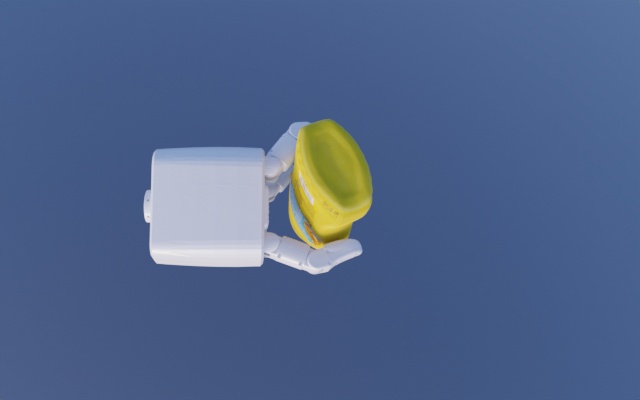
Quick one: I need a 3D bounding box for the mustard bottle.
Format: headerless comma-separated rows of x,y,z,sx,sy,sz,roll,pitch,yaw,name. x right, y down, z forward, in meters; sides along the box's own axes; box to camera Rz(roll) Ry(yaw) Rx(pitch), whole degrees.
0.000,0.002,0.509,0.058,0.096,0.192,-22,-17,-17,mustard bottle
